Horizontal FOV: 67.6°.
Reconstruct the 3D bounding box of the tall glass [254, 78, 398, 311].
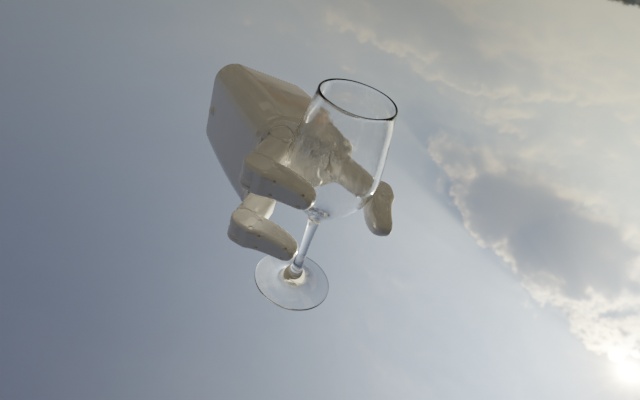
[{"bbox_3d":[0.000,0.002,0.406,0.079,0.201,0.079,13,37,-10],"label":"tall glass"}]
